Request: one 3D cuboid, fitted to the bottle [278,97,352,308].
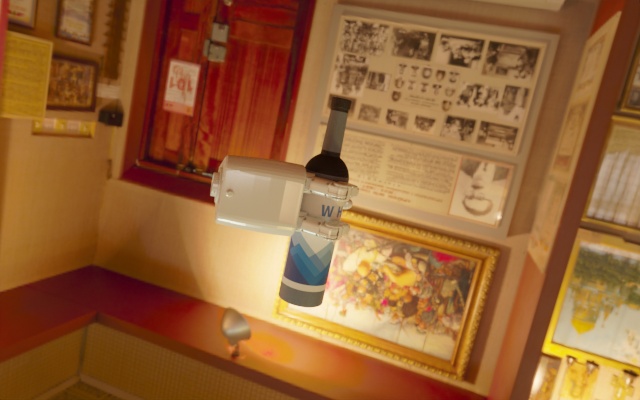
[{"bbox_3d":[0.000,0.002,0.681,0.069,0.296,0.069,11,9,-2],"label":"bottle"}]
